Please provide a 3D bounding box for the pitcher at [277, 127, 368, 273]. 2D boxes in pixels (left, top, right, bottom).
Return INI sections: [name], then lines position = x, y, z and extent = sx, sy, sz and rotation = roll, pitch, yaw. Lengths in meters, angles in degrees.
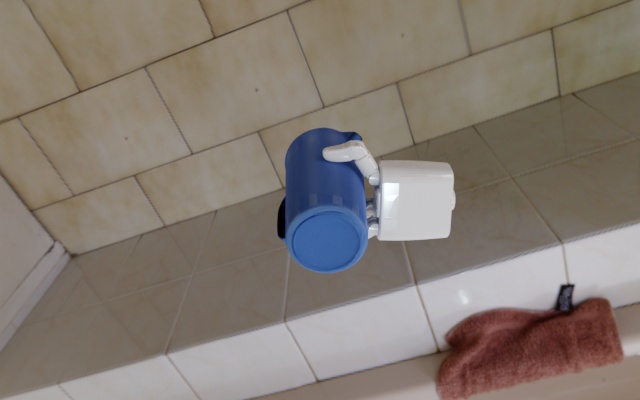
[pitcher]
position = 0.000, 0.002, 0.718
extent = 0.145, 0.149, 0.242
rotation = -1, 30, 0
